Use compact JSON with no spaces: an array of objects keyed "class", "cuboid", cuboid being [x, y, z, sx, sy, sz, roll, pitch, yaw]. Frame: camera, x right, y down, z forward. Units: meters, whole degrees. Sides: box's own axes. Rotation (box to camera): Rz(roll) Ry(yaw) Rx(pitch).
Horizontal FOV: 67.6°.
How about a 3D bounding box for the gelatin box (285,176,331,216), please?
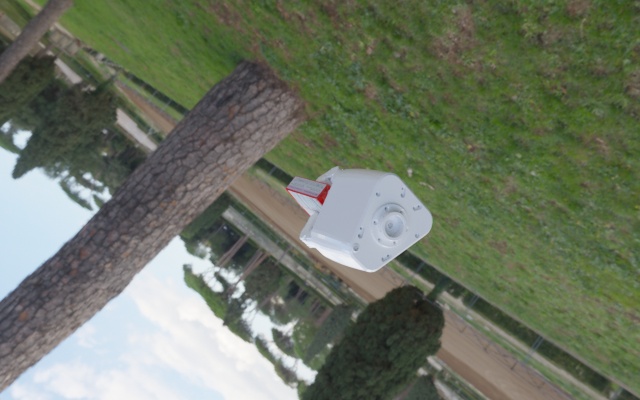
[{"class":"gelatin box","cuboid":[0.000,0.003,0.695,0.089,0.030,0.073,16,-27,53]}]
